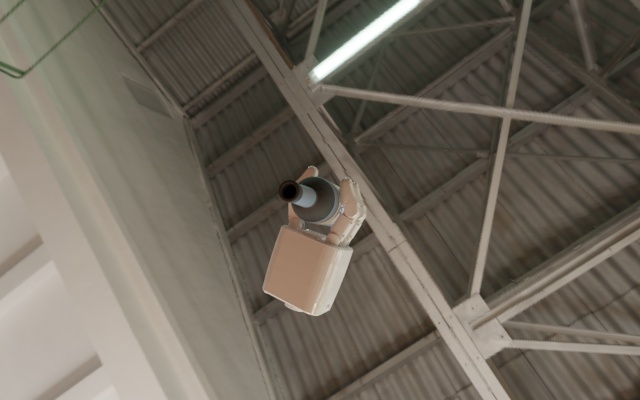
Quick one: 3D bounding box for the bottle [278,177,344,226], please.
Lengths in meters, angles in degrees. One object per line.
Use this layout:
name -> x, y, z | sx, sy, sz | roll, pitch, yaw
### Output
bottle -> 0.000, 0.002, 0.714 | 0.069, 0.069, 0.296 | 0, -5, 15
